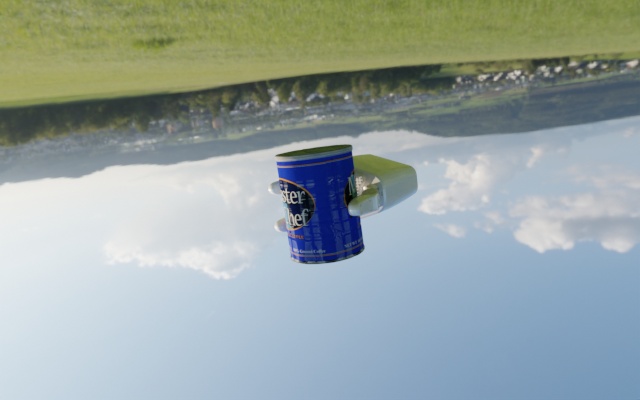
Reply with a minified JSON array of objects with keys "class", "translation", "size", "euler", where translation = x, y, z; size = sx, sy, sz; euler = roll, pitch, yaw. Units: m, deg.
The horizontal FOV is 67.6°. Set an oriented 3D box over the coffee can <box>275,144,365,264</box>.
[{"class":"coffee can","translation":[0.000,0.002,0.636],"size":[0.103,0.140,0.103],"euler":[-8,10,1]}]
